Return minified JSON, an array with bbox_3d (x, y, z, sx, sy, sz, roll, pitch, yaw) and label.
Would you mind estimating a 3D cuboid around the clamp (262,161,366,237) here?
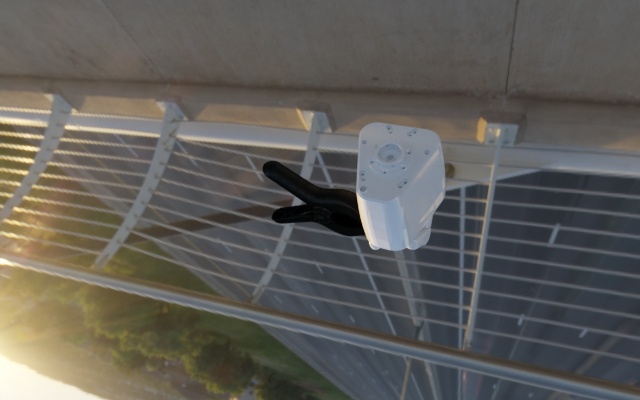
[{"bbox_3d":[0.000,0.003,0.628,0.171,0.039,0.120,8,-32,20],"label":"clamp"}]
